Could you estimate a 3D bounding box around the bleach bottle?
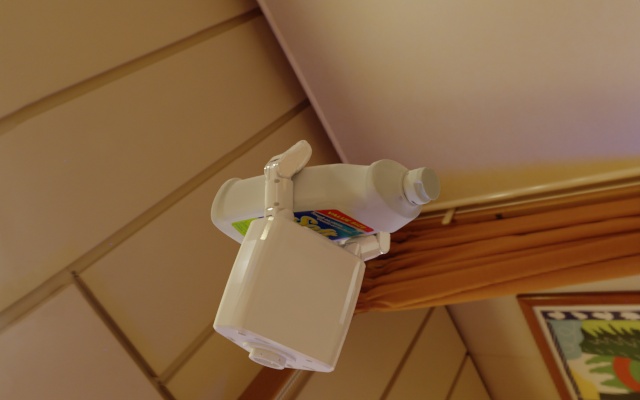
[{"bbox_3d":[0.000,0.002,0.486,0.251,0.068,0.103,-13,-42,44],"label":"bleach bottle"}]
